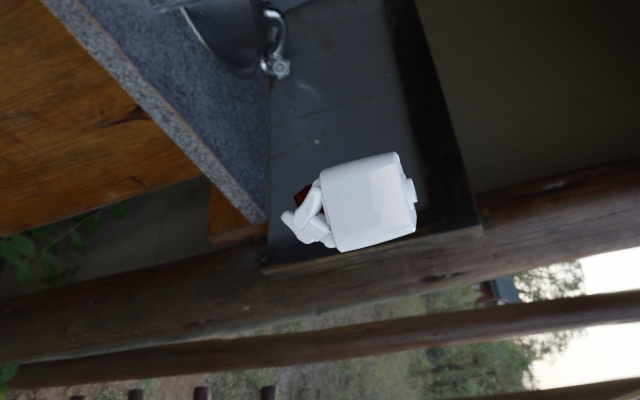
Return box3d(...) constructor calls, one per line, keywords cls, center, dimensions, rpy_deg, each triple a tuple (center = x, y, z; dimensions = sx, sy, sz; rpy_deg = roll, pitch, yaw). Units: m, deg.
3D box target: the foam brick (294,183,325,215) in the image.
box3d(cls="foam brick", center=(0.000, 0.002, 0.722), dimensions=(0.051, 0.053, 0.078), rpy_deg=(-16, 10, 16))
